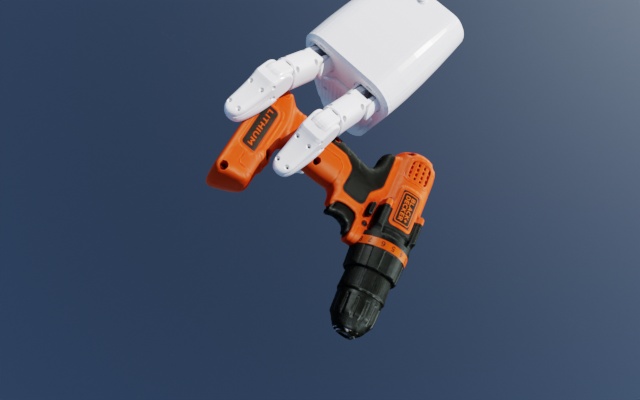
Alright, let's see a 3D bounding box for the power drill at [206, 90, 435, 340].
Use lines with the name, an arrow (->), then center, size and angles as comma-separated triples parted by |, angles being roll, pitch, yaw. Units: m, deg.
power drill -> 0.000, 0.001, 0.416 | 0.188, 0.184, 0.057 | 33, -27, -12
